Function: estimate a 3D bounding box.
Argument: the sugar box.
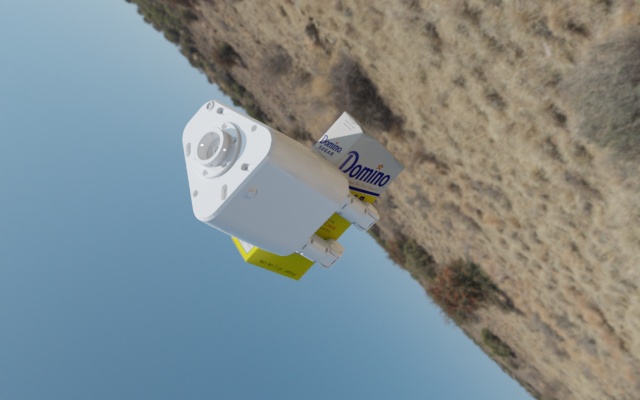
[{"bbox_3d":[0.000,0.002,0.502,0.093,0.176,0.048,31,18,-50],"label":"sugar box"}]
